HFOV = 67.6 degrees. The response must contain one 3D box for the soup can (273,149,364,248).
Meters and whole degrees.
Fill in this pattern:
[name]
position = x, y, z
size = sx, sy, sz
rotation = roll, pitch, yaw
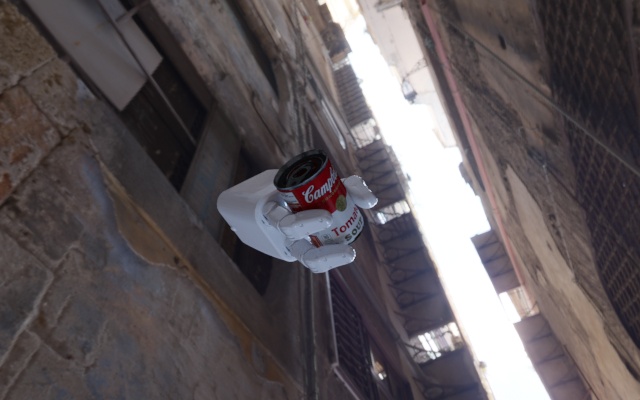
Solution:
[soup can]
position = 0.001, 0.002, 0.550
size = 0.068, 0.102, 0.068
rotation = -23, 31, 15
